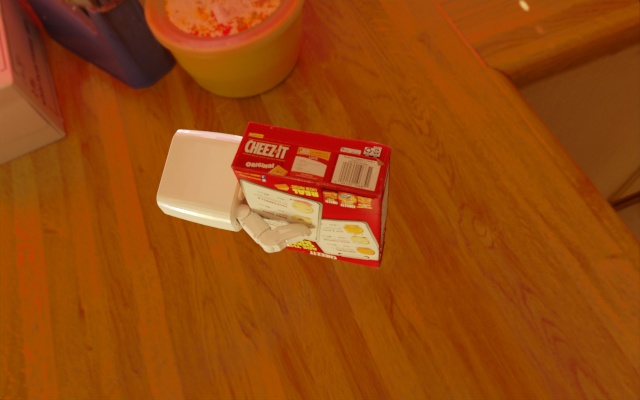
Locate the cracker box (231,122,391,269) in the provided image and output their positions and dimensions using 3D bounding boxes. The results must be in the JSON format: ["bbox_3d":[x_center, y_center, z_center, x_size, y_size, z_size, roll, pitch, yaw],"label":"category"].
[{"bbox_3d":[0.000,0.002,0.589,0.164,0.072,0.214,11,-26,12],"label":"cracker box"}]
